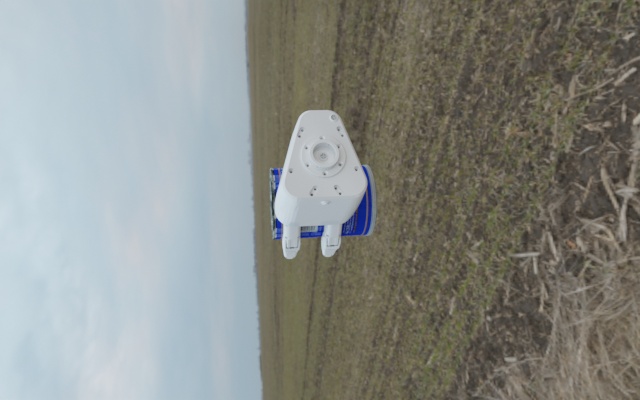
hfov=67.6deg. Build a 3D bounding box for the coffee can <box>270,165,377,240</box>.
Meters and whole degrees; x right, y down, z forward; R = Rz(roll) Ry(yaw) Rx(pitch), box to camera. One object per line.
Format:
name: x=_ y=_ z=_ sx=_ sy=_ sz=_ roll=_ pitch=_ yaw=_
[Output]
coffee can: x=0.000 y=0.002 z=0.683 sx=0.140 sy=0.103 sz=0.103 roll=-2 pitch=0 yaw=-8
